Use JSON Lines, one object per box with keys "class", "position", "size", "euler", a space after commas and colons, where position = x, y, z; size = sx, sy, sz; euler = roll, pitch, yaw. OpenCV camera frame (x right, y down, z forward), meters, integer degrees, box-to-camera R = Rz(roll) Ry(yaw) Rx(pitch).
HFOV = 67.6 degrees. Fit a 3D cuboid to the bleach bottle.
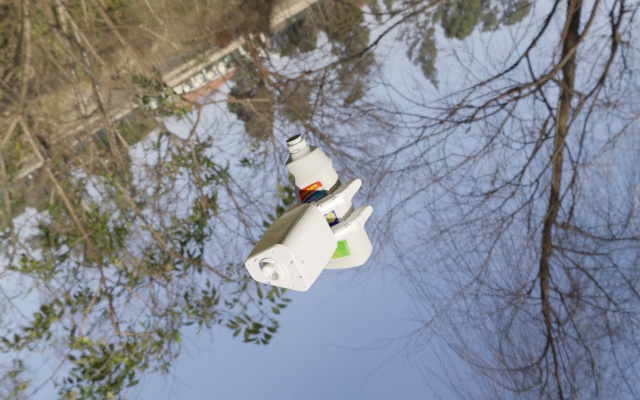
{"class": "bleach bottle", "position": [0.000, 0.003, 0.833], "size": [0.102, 0.251, 0.068], "euler": [-9, 29, 34]}
